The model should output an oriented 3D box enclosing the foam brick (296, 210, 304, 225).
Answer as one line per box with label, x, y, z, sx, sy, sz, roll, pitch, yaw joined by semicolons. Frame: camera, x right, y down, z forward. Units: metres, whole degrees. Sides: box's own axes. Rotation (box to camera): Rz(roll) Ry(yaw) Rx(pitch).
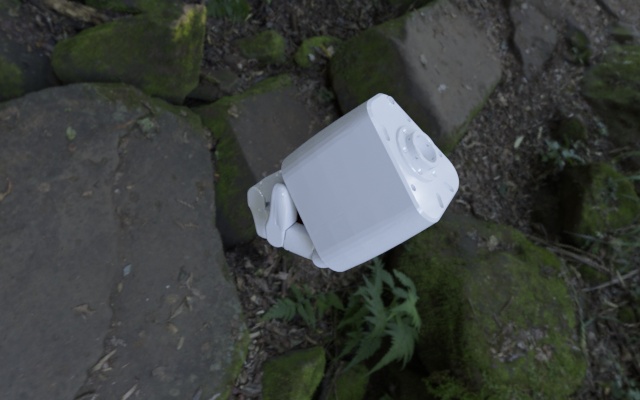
foam brick;0.000;0.001;0.483;0.051;0.053;0.078;-33;6;39
